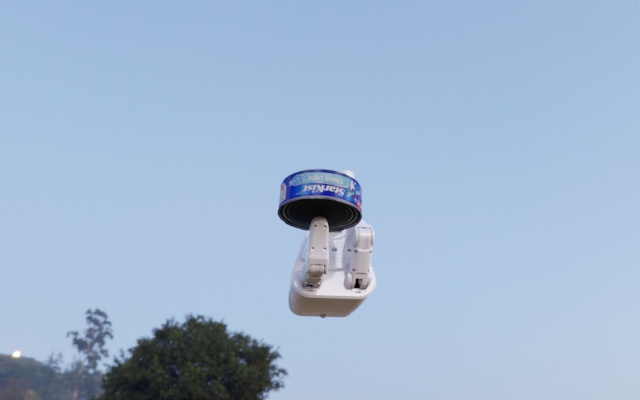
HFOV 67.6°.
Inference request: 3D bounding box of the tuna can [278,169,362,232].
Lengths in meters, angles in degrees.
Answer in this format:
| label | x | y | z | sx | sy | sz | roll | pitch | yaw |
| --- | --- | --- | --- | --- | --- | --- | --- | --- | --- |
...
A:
| label | x | y | z | sx | sy | sz | roll | pitch | yaw |
| --- | --- | --- | --- | --- | --- | --- | --- | --- | --- |
| tuna can | 0.000 | 0.001 | 0.490 | 0.086 | 0.033 | 0.086 | 3 | -25 | 1 |
